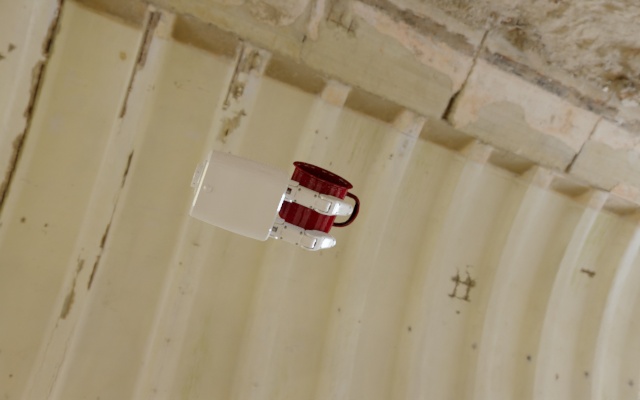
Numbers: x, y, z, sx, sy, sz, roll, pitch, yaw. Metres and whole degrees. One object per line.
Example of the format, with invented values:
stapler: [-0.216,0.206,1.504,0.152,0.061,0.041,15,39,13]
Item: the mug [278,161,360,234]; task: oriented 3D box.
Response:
mug: [0.001,0.003,0.696,0.117,0.081,0.093,19,13,-14]
